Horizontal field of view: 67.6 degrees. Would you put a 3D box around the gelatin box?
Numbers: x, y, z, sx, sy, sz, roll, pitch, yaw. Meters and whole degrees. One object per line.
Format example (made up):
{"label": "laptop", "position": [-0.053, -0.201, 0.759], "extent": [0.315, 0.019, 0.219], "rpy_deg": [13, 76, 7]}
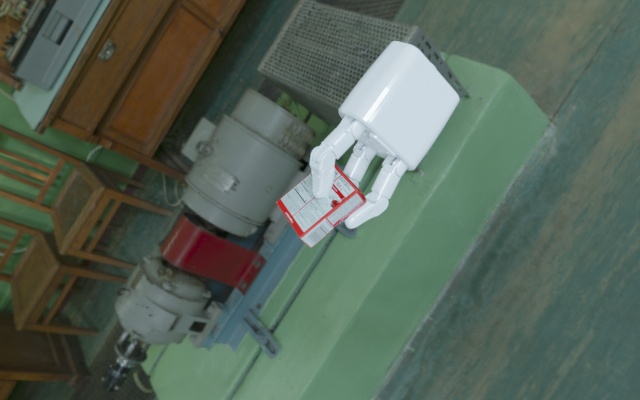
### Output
{"label": "gelatin box", "position": [0.000, 0.002, 0.574], "extent": [0.073, 0.089, 0.030], "rpy_deg": [51, 2, 43]}
